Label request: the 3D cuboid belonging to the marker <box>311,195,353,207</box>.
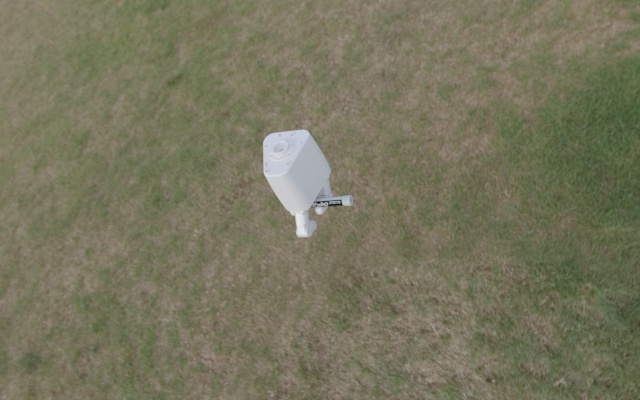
[{"bbox_3d":[0.000,0.003,0.888,0.121,0.020,0.020,-3,-1,23],"label":"marker"}]
